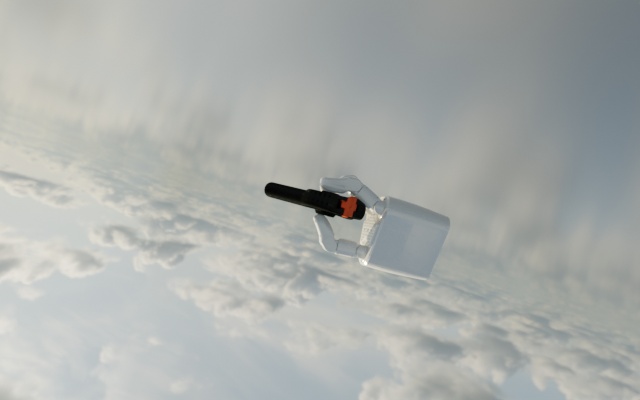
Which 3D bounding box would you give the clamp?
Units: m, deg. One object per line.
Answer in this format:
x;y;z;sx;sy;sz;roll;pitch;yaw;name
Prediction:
0.000;0.003;0.716;0.164;0.036;0.210;15;-2;-10;clamp
